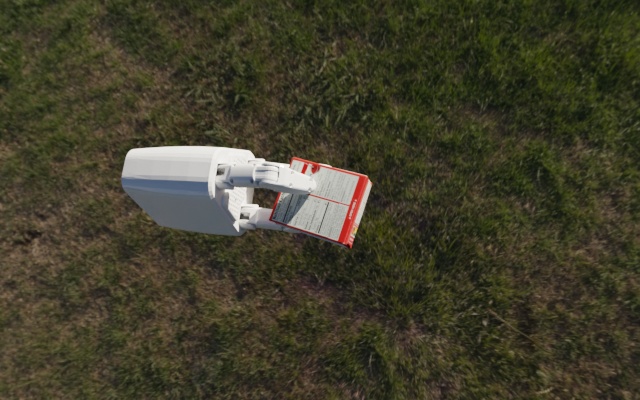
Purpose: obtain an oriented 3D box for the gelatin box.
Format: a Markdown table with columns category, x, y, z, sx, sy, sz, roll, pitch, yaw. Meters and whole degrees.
| category | x | y | z | sx | sy | sz | roll | pitch | yaw |
| --- | --- | --- | --- | --- | --- | --- | --- | --- | --- |
| gelatin box | 0.000 | 0.002 | 0.496 | 0.089 | 0.073 | 0.030 | 16 | -9 | 21 |
